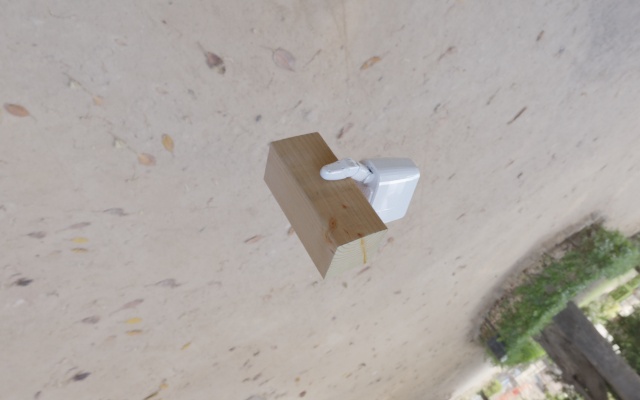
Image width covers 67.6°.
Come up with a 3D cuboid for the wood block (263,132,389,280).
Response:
[{"bbox_3d":[0.001,0.002,0.731,0.090,0.206,0.091,-17,-33,-28],"label":"wood block"}]
